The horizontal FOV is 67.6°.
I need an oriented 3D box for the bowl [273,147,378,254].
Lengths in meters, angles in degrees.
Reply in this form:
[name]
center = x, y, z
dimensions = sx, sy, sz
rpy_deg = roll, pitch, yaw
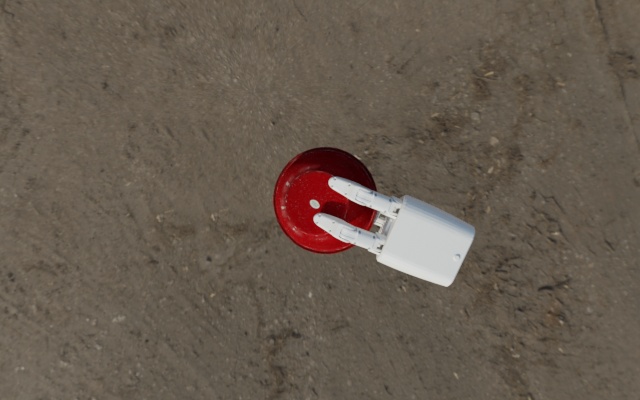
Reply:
[bowl]
center = -0.001, 0.002, 0.691
dimensions = 0.162, 0.162, 0.055
rpy_deg = 0, 4, 13
